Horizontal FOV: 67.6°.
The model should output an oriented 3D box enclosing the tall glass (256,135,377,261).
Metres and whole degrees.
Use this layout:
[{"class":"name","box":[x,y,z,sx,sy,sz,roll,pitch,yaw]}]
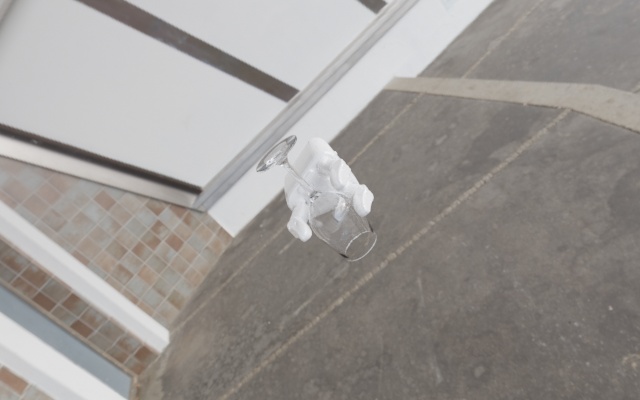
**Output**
[{"class":"tall glass","box":[0.000,0.002,0.700,0.201,0.079,0.079,48,-23,-22]}]
